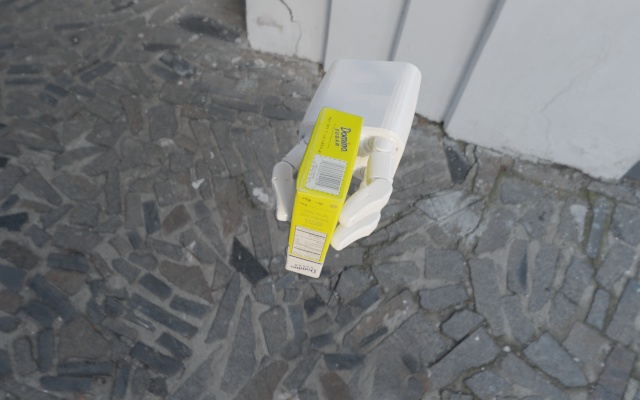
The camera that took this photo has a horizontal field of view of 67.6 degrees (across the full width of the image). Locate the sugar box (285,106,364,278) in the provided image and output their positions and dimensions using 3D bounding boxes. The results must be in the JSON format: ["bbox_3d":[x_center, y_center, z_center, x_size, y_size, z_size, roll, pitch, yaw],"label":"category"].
[{"bbox_3d":[0.001,0.002,0.476,0.048,0.093,0.176,15,-30,4],"label":"sugar box"}]
